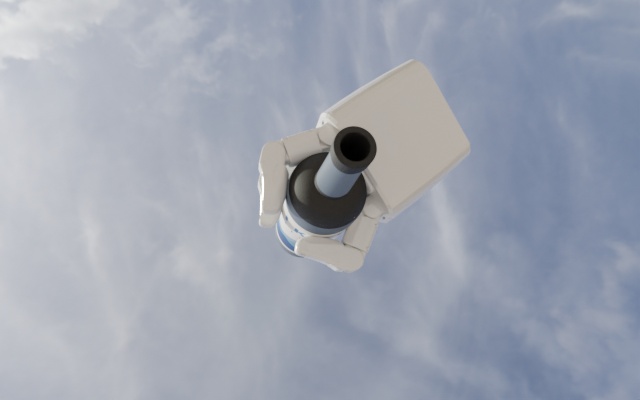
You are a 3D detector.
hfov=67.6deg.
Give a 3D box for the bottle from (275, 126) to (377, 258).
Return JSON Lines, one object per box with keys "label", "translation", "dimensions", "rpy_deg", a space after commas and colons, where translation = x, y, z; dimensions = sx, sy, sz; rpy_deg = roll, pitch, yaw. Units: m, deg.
{"label": "bottle", "translation": [0.000, 0.002, 0.431], "dimensions": [0.069, 0.069, 0.296], "rpy_deg": [0, -13, -8]}
